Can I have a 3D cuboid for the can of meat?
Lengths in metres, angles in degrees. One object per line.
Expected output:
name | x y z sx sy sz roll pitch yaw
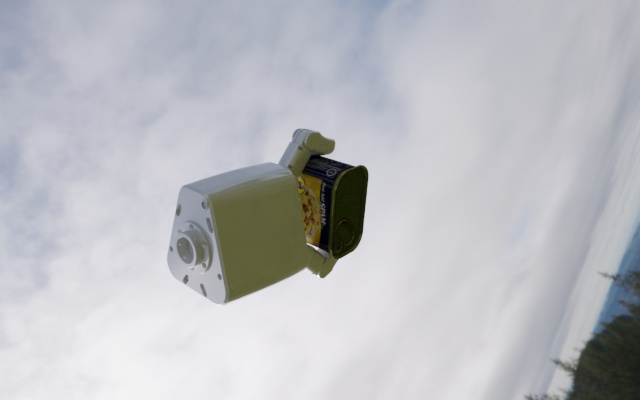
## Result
can of meat | 0.000 0.002 0.527 0.084 0.102 0.057 20 29 35
